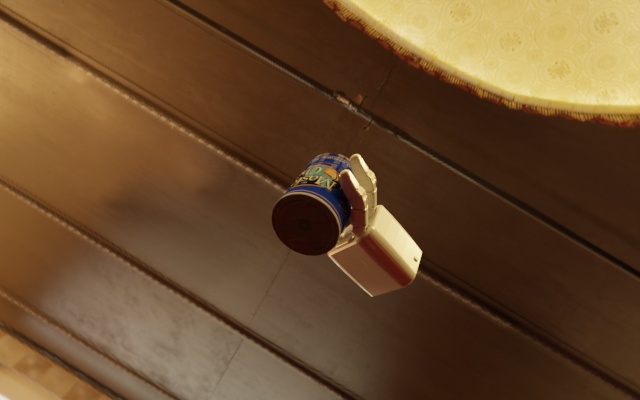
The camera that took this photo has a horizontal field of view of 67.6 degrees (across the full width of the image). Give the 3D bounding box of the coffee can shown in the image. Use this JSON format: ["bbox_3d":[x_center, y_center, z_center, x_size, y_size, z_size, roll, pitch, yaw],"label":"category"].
[{"bbox_3d":[0.000,0.002,0.725,0.103,0.103,0.140,0,29,22],"label":"coffee can"}]
